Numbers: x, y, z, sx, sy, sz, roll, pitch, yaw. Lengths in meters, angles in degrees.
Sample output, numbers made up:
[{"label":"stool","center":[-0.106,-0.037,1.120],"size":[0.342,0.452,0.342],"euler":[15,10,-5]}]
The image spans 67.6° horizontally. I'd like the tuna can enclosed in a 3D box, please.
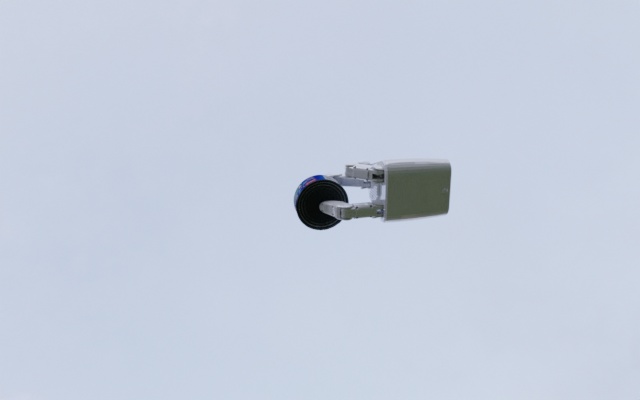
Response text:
[{"label":"tuna can","center":[0.000,0.002,0.769],"size":[0.086,0.086,0.033],"euler":[0,20,-13]}]
